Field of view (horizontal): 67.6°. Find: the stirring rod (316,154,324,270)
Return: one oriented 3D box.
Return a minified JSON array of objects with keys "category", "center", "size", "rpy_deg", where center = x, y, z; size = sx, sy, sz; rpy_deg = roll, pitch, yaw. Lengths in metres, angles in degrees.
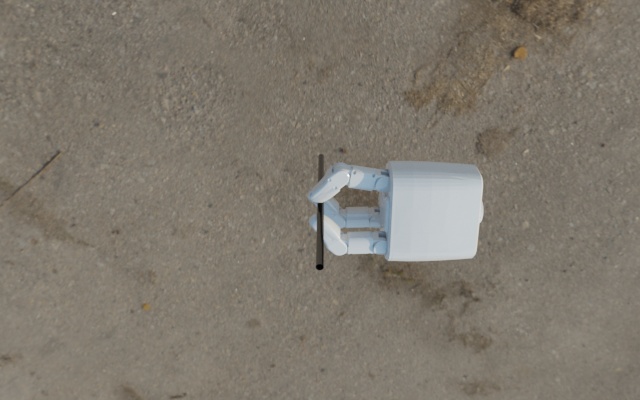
[{"category":"stirring rod","center":[0.000,0.002,0.572],"size":[0.011,0.011,0.239],"rpy_deg":[0,32,0]}]
